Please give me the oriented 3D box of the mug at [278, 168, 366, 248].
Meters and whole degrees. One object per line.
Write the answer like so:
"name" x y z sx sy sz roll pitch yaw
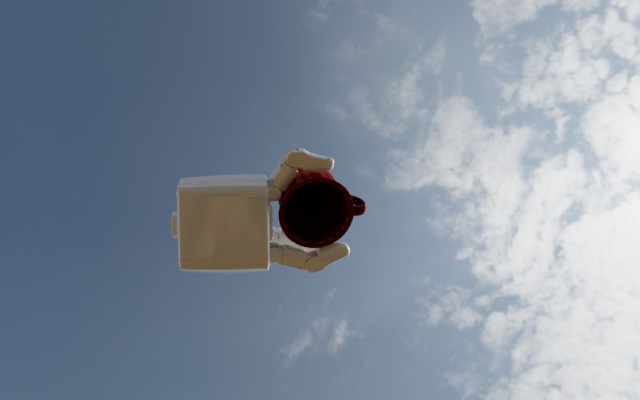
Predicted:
"mug" 0.001 0.002 0.615 0.117 0.093 0.081 0 21 -12
